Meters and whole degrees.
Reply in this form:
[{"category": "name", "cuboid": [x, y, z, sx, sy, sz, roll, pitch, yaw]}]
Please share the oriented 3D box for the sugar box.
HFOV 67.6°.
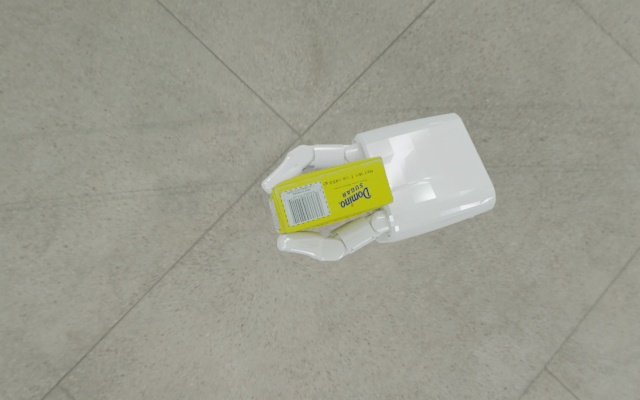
[{"category": "sugar box", "cuboid": [0.000, 0.002, 0.460, 0.093, 0.048, 0.176, -15, -5, -7]}]
